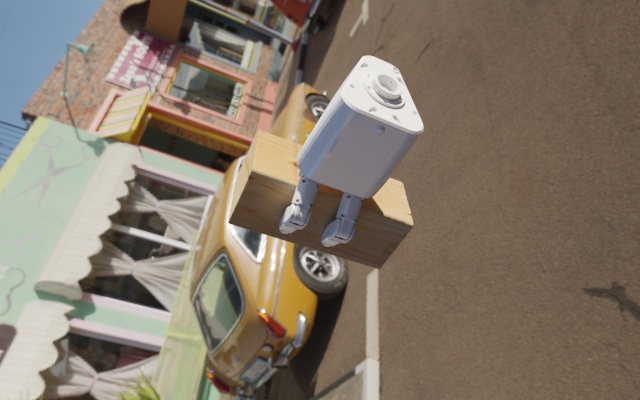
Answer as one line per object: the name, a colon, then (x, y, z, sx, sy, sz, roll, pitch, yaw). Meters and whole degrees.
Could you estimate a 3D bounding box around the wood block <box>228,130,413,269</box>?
wood block: (0.000, 0.001, 0.604, 0.206, 0.090, 0.090, 19, 36, -16)
